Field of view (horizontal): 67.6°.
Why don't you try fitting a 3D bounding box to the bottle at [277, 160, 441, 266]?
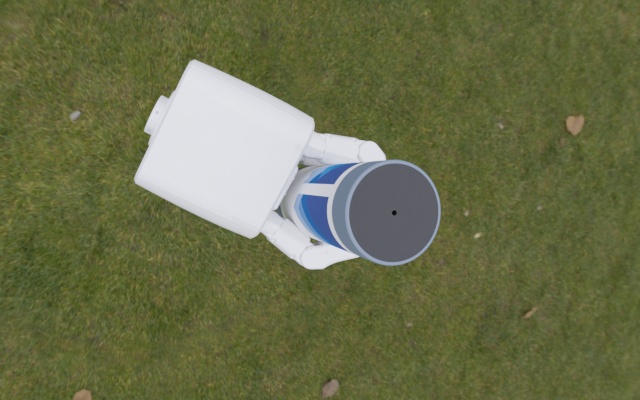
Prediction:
[{"bbox_3d":[0.000,0.001,0.436,0.069,0.069,0.295,0,2,-18],"label":"bottle"}]
